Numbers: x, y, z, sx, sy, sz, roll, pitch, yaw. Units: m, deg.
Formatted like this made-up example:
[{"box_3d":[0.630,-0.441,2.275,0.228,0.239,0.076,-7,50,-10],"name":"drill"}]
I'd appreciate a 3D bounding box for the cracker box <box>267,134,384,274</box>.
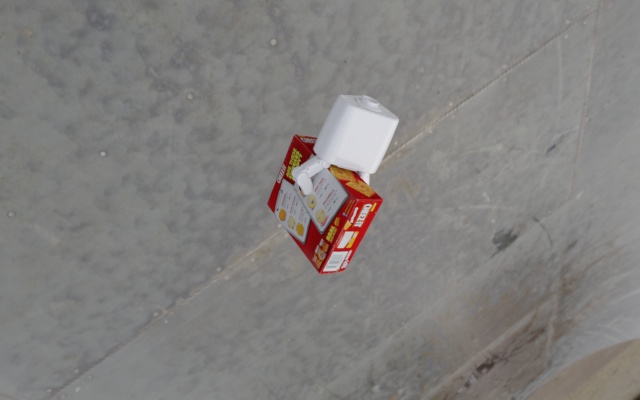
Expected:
[{"box_3d":[0.000,0.003,0.879,0.072,0.164,0.213,1,35,-39],"name":"cracker box"}]
